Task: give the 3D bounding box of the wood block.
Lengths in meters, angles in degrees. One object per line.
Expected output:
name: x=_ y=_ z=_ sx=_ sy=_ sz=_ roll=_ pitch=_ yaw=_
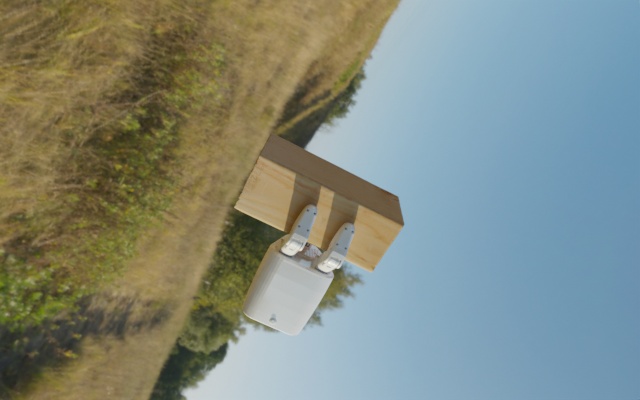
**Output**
wood block: x=0.000 y=0.002 z=0.659 sx=0.206 sy=0.090 sz=0.090 roll=26 pitch=23 yaw=-9
